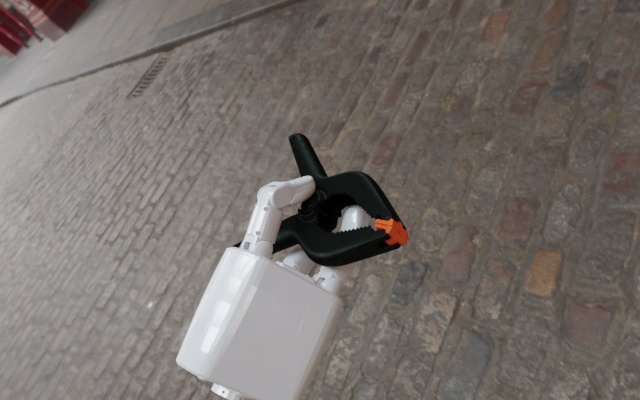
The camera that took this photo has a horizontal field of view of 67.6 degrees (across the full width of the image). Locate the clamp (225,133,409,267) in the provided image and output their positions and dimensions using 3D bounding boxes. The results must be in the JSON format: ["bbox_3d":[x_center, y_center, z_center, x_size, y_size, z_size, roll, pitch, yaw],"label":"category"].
[{"bbox_3d":[0.000,0.001,0.469,0.210,0.164,0.036,4,-24,46],"label":"clamp"}]
